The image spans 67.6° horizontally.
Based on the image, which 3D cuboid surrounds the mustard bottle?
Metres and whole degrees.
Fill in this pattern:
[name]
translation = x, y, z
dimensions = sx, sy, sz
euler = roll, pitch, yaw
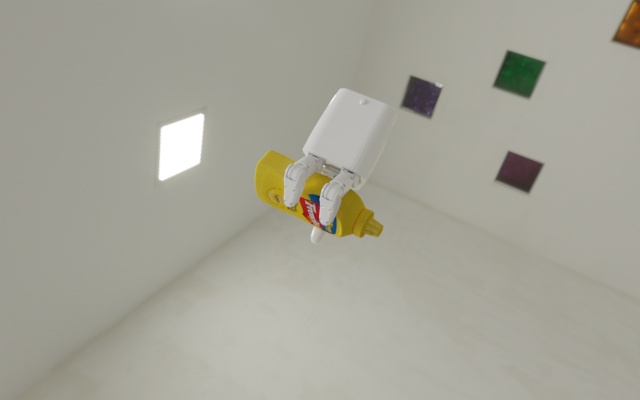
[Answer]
[mustard bottle]
translation = 0.000, 0.002, 0.676
dimensions = 0.191, 0.058, 0.096
euler = 25, -35, 18
